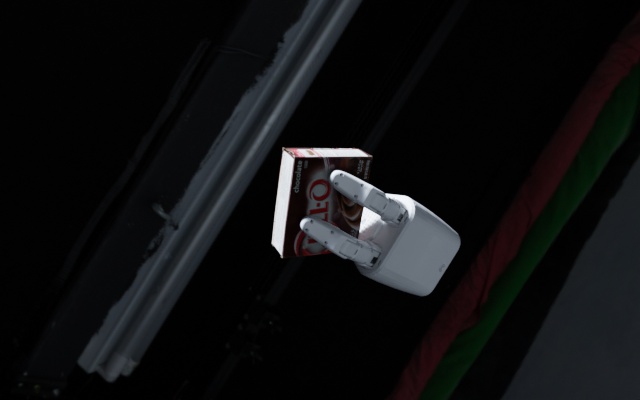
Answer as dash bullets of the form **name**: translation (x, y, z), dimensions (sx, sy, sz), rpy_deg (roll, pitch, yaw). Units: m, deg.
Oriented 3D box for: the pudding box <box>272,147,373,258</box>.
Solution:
- **pudding box**: translation (0.000, 0.002, 0.504), dimensions (0.090, 0.113, 0.039), rpy_deg (-4, 22, -28)
